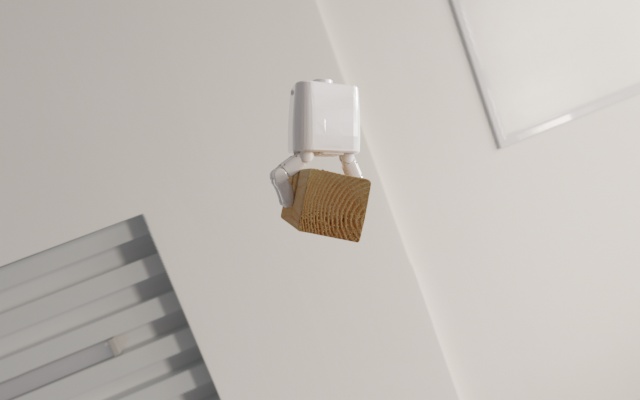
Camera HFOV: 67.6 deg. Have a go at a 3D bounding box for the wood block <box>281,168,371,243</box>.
[{"bbox_3d":[0.000,0.002,0.748,0.091,0.090,0.206,11,1,-11],"label":"wood block"}]
